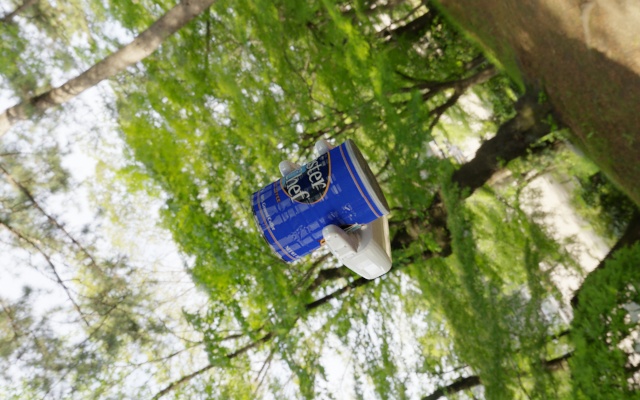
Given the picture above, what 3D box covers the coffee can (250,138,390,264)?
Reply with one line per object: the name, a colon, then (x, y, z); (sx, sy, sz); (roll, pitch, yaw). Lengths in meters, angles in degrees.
coffee can: (0.000, 0.002, 0.590); (0.140, 0.103, 0.103); (-28, -6, 12)
